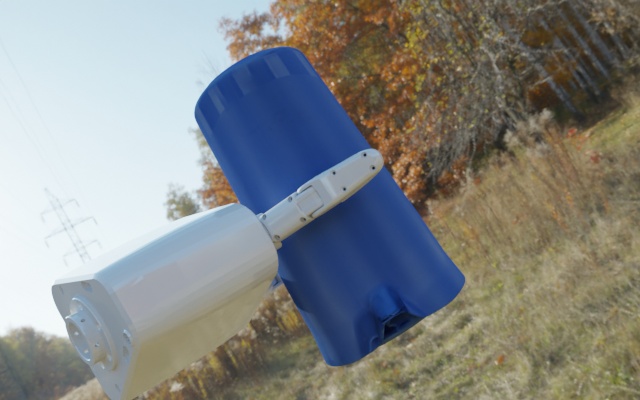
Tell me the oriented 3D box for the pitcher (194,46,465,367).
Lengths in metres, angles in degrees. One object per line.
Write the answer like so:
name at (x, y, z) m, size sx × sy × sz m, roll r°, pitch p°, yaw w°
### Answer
pitcher at (0.000, 0.001, 0.410) m, size 0.145 × 0.243 × 0.149 m, roll -29°, pitch -5°, yaw -43°
